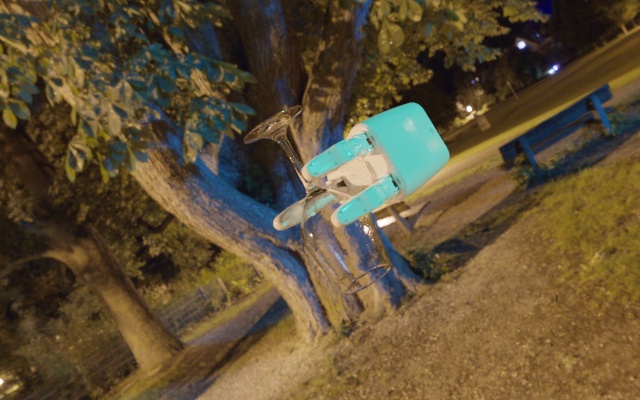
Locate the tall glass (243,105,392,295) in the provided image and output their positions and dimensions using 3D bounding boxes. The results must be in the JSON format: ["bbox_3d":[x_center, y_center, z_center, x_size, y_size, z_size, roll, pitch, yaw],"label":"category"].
[{"bbox_3d":[0.000,0.001,0.520,0.079,0.201,0.079,-31,0,0],"label":"tall glass"}]
